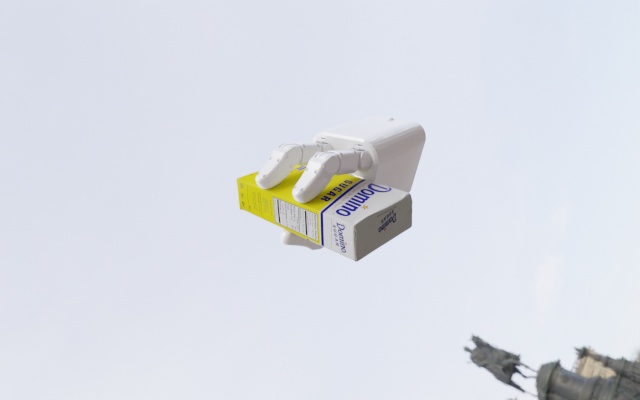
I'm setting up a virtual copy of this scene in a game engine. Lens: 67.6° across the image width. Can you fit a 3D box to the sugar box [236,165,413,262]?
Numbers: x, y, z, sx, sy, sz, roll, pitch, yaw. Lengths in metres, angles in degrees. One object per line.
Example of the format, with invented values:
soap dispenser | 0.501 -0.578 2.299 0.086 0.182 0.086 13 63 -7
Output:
sugar box | 0.000 0.001 0.510 0.176 0.048 0.093 17 31 41
